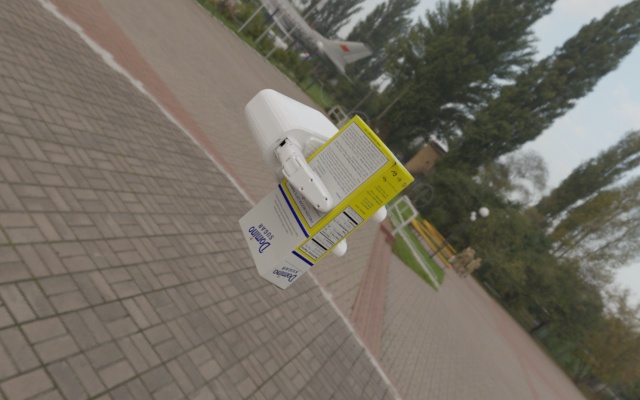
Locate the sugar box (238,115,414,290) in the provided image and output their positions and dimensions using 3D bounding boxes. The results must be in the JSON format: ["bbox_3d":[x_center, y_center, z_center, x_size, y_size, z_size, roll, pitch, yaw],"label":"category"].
[{"bbox_3d":[0.000,0.002,0.498,0.048,0.176,0.093,38,15,-42],"label":"sugar box"}]
